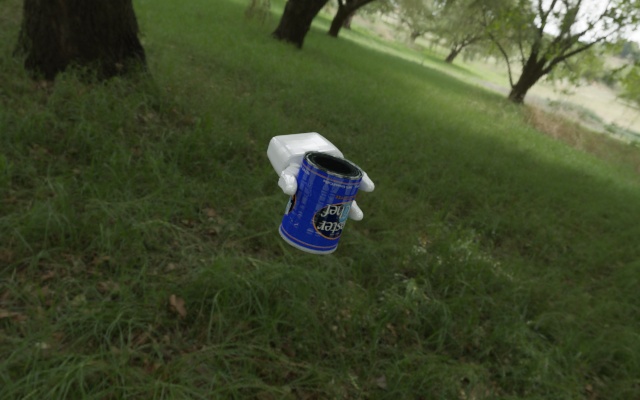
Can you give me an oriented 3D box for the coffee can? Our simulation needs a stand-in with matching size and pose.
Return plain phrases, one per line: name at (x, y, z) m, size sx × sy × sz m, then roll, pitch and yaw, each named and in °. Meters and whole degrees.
coffee can at (0.000, 0.003, 0.784) m, size 0.103 × 0.140 × 0.102 m, roll 17°, pitch 21°, yaw -7°
